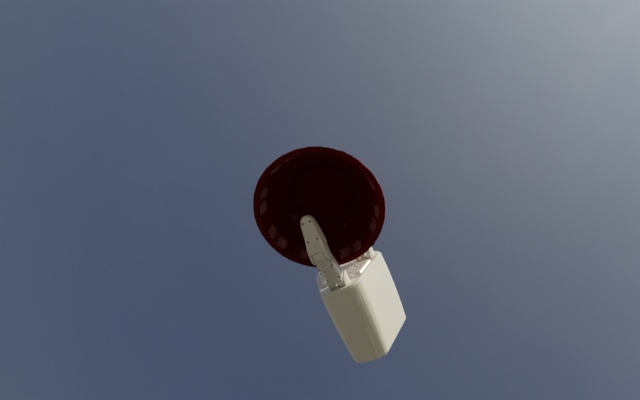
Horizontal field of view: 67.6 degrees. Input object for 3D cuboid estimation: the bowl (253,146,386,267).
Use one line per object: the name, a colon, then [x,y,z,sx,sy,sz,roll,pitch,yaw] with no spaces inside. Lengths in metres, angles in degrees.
bowl: [0.000,0.001,0.600,0.162,0.162,0.055,0,24,7]
